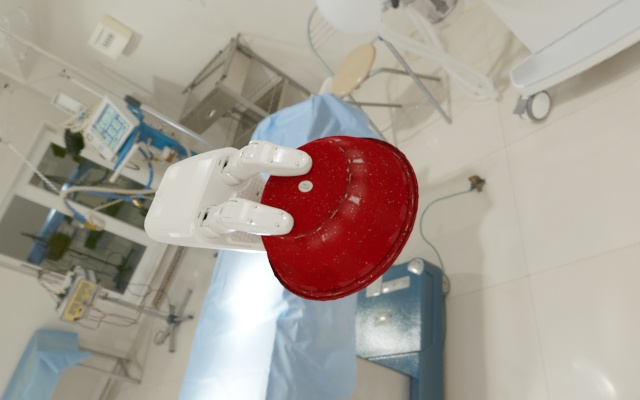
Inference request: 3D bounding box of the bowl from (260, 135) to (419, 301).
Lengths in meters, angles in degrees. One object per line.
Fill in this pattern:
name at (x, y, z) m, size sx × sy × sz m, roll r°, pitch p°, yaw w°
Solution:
bowl at (0.001, 0.001, 0.414) m, size 0.162 × 0.162 × 0.055 m, roll 0°, pitch -26°, yaw 37°
